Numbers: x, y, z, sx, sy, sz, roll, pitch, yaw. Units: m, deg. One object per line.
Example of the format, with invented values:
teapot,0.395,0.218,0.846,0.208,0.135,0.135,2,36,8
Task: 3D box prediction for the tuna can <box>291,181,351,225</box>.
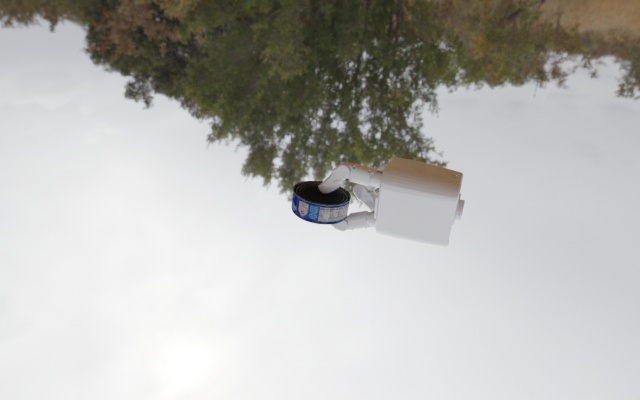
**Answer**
tuna can,0.000,0.003,0.704,0.086,0.034,0.086,8,24,-3
